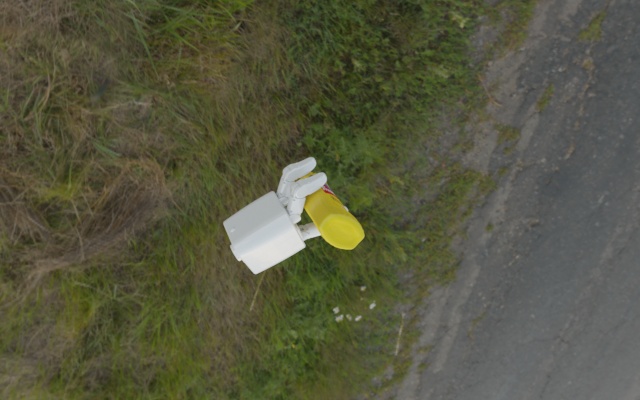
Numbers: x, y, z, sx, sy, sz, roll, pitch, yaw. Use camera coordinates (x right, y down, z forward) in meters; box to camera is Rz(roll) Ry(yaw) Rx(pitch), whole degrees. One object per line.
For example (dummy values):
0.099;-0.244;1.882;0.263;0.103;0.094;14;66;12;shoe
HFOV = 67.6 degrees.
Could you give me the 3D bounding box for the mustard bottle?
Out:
0.000;0.003;0.837;0.096;0.058;0.191;33;13;-39;mustard bottle
